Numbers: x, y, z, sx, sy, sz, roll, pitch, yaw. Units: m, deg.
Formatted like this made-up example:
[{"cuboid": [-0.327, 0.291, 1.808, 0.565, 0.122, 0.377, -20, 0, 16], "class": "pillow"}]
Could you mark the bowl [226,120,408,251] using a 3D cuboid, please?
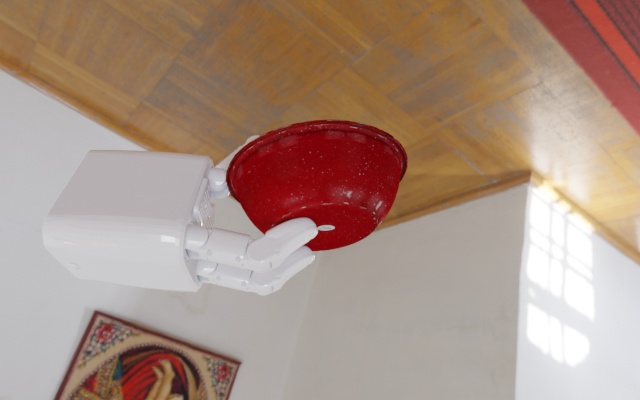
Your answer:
[{"cuboid": [0.001, 0.001, 0.414, 0.162, 0.055, 0.162, -6, -29, -3], "class": "bowl"}]
